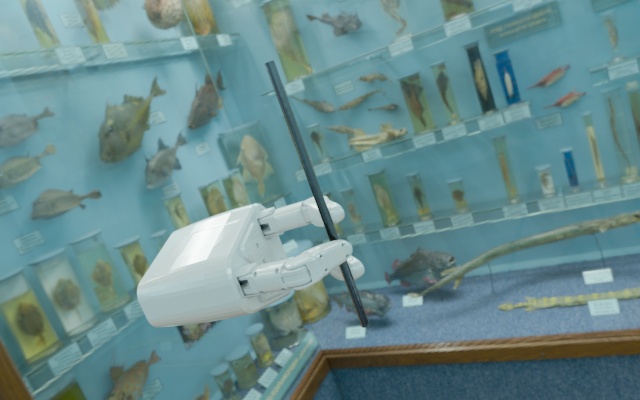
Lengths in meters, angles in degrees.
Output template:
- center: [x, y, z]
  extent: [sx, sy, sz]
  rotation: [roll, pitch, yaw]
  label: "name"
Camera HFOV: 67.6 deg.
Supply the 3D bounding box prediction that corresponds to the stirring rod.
- center: [0.000, 0.001, 0.402]
  extent: [0.011, 0.239, 0.011]
  rotation: [-19, 12, 4]
  label: "stirring rod"
